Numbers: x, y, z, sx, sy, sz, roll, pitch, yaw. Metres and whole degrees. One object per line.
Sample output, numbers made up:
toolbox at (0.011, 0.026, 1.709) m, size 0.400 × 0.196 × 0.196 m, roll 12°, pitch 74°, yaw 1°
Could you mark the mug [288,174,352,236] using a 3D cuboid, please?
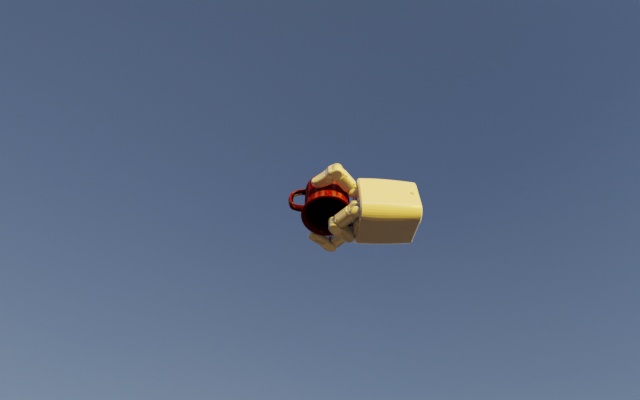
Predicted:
mug at (-0.001, 0.003, 0.872) m, size 0.117 × 0.093 × 0.081 m, roll 3°, pitch 37°, yaw -2°
